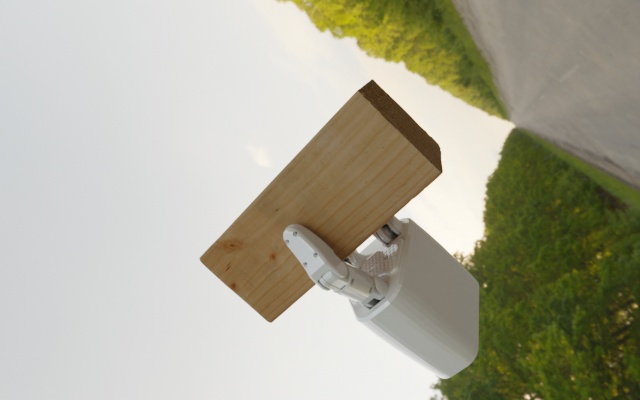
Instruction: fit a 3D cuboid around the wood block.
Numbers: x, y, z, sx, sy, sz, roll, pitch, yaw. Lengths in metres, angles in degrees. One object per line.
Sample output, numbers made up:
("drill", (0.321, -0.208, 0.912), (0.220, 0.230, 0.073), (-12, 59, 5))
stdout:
("wood block", (0.000, 0.002, 0.427), (0.206, 0.090, 0.090), (-44, 6, 22))
